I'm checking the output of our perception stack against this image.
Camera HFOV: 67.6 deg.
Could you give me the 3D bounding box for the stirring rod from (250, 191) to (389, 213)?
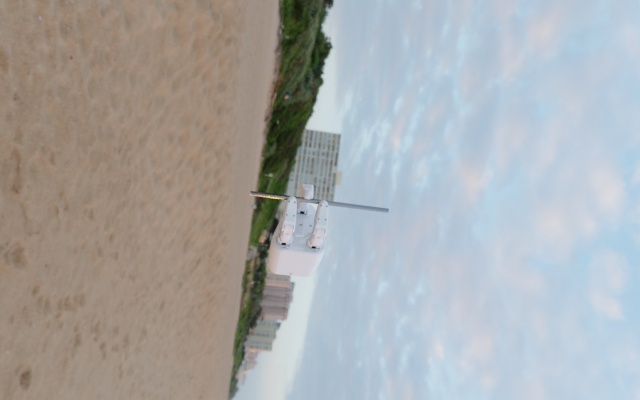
[{"bbox_3d":[0.000,0.003,0.819,0.239,0.011,0.011,7,-1,-8],"label":"stirring rod"}]
